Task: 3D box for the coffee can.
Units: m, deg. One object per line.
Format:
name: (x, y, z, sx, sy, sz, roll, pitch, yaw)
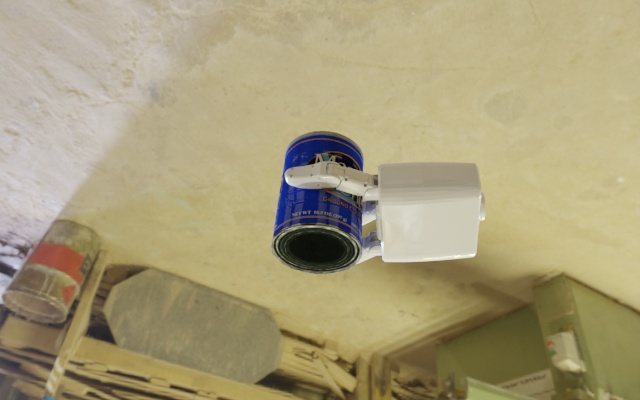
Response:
coffee can: (0.000, 0.002, 0.572, 0.103, 0.140, 0.103, 3, -38, 2)
